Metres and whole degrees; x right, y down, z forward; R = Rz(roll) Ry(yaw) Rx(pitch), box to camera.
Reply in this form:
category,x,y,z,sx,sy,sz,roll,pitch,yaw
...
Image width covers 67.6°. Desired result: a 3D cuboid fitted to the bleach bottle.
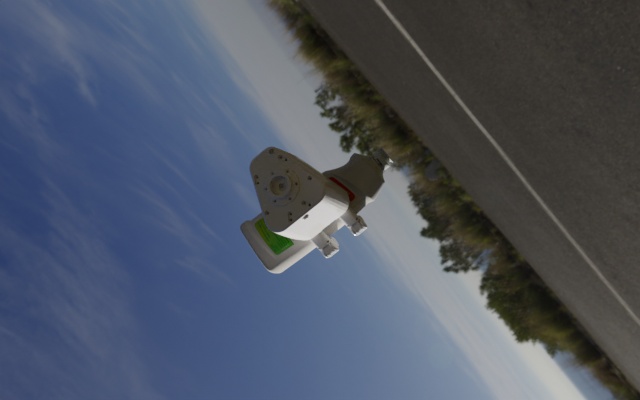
category,x,y,z,sx,sy,sz,roll,pitch,yaw
bleach bottle,0.000,0.003,0.743,0.251,0.102,0.068,-39,-17,9
